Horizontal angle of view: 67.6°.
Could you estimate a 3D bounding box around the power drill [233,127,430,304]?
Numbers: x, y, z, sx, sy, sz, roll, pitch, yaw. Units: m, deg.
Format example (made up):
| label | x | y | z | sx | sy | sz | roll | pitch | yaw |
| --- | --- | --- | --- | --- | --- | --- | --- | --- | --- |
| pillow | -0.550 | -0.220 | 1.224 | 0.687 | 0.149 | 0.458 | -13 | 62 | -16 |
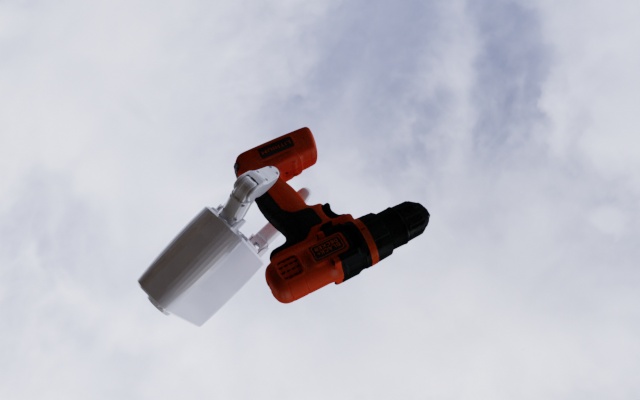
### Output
| label | x | y | z | sx | sy | sz | roll | pitch | yaw |
| --- | --- | --- | --- | --- | --- | --- | --- | --- | --- |
| power drill | 0.000 | 0.002 | 0.526 | 0.184 | 0.187 | 0.057 | -24 | -36 | -15 |
